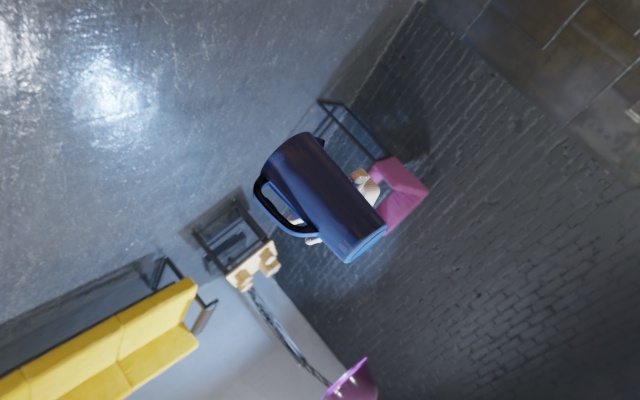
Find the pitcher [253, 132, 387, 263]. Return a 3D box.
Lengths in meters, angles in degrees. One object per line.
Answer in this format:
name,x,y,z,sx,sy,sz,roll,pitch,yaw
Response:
pitcher,0.000,0.003,0.899,0.149,0.242,0.145,-47,-15,19
